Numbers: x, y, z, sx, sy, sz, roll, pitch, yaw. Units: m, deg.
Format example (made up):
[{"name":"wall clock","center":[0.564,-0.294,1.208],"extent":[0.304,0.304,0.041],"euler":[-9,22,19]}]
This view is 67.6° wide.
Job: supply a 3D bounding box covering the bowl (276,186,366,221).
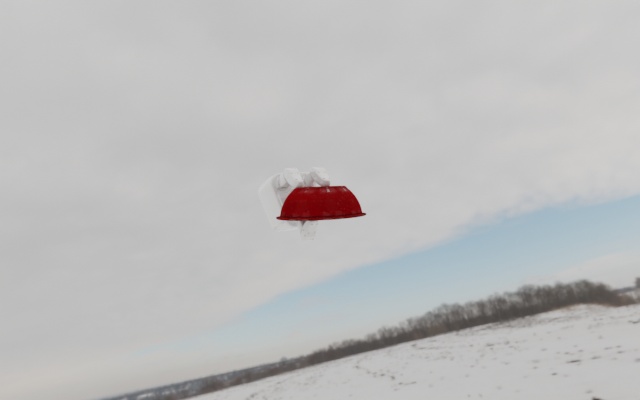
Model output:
[{"name":"bowl","center":[0.001,0.002,0.852],"extent":[0.162,0.055,0.162],"euler":[-2,3,0]}]
